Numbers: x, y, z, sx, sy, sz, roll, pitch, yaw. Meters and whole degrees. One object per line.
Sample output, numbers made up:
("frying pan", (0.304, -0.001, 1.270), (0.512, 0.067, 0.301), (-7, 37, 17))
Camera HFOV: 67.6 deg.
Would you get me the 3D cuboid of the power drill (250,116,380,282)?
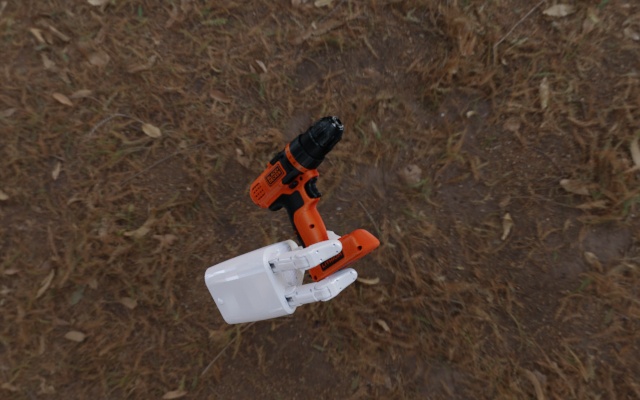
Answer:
("power drill", (0.000, 0.003, 0.661), (0.184, 0.187, 0.057), (-41, -17, 34))
